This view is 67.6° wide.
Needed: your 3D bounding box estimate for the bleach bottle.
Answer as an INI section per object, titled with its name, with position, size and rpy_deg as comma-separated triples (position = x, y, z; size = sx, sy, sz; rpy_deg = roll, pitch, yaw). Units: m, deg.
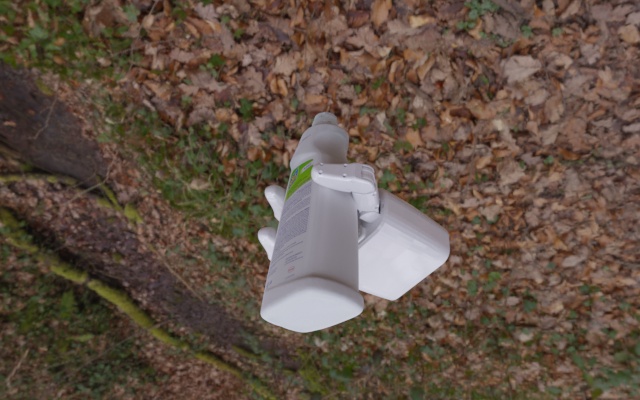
[bleach bottle]
position = 0.000, 0.002, 0.500
size = 0.068, 0.250, 0.102
rpy_deg = 28, -40, -27
